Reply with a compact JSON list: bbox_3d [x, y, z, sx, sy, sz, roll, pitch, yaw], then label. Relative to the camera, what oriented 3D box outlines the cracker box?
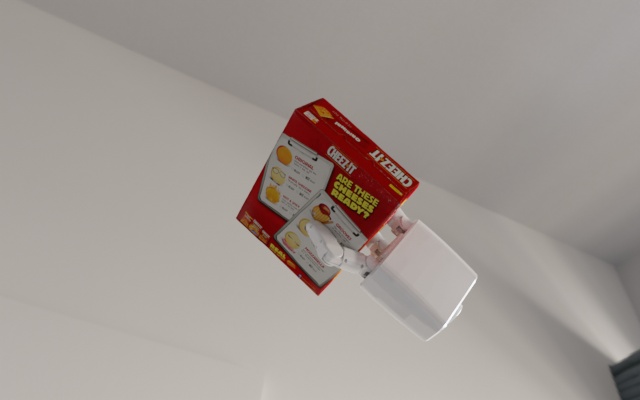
[{"bbox_3d":[0.000,0.002,0.623,0.072,0.164,0.214,-39,-12,-48],"label":"cracker box"}]
